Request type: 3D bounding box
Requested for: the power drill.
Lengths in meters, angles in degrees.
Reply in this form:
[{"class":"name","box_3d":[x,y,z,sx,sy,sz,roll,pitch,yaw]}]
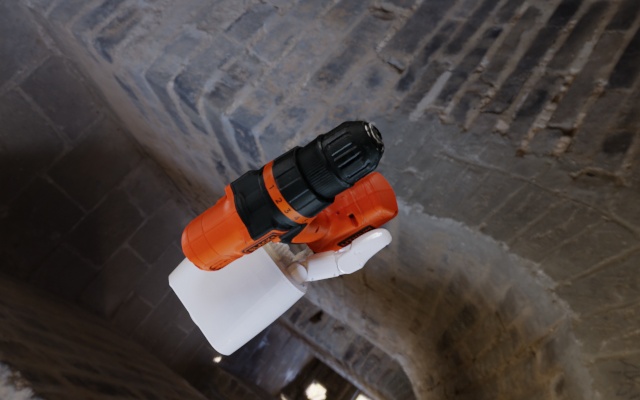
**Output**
[{"class":"power drill","box_3d":[0.000,0.002,0.418,0.184,0.057,0.187,-30,-18,24]}]
